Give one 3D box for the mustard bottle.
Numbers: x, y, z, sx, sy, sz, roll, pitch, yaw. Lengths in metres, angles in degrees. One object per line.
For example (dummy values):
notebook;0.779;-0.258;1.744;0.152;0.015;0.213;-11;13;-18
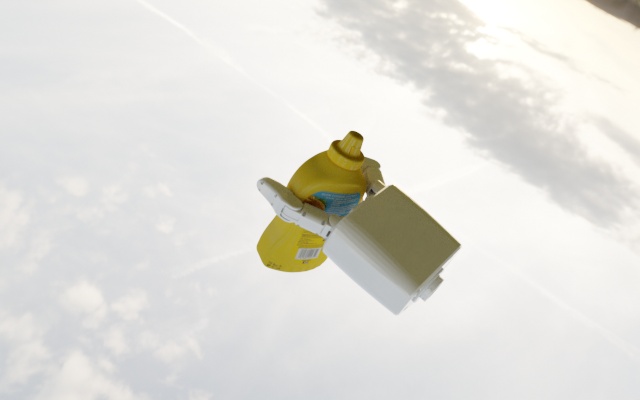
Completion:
mustard bottle;0.000;0.002;0.555;0.096;0.192;0.058;3;41;-34
